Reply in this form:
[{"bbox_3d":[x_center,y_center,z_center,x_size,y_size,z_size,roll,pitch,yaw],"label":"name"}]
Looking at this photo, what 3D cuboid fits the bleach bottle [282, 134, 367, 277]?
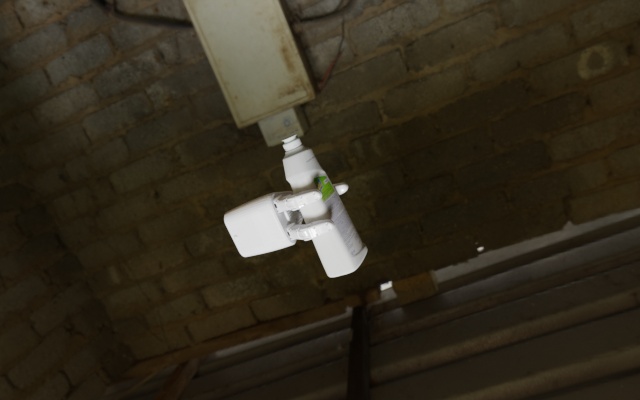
[{"bbox_3d":[0.000,0.003,0.836,0.068,0.251,0.102,-19,13,24],"label":"bleach bottle"}]
